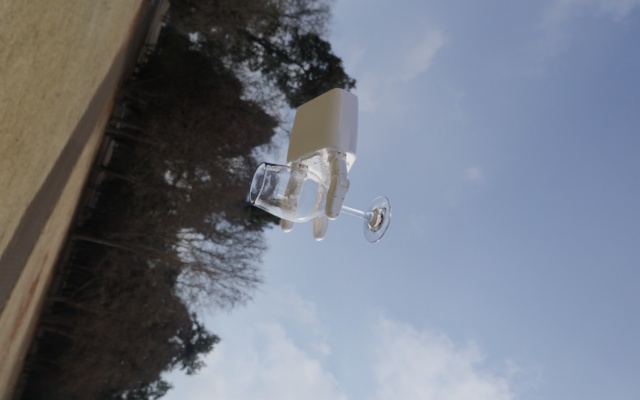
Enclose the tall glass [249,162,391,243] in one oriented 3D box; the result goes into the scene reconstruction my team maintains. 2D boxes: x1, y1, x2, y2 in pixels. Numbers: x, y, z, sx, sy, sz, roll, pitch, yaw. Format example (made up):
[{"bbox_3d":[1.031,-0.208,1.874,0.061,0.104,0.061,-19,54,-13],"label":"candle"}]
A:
[{"bbox_3d":[0.001,0.003,0.699,0.201,0.079,0.079,17,-7,-23],"label":"tall glass"}]
